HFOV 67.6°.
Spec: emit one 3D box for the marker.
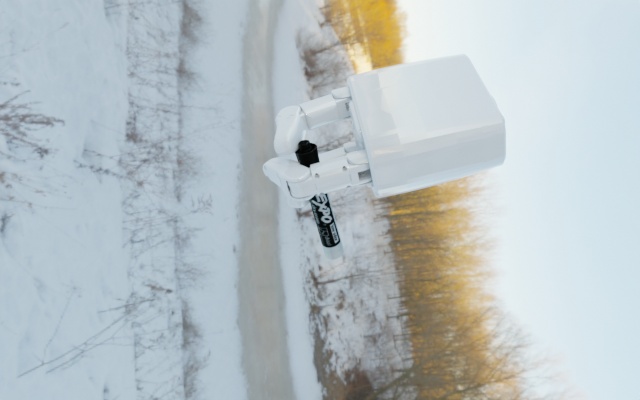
[{"bbox_3d":[0.000,0.001,0.415,0.020,0.121,0.020,-10,35,7],"label":"marker"}]
